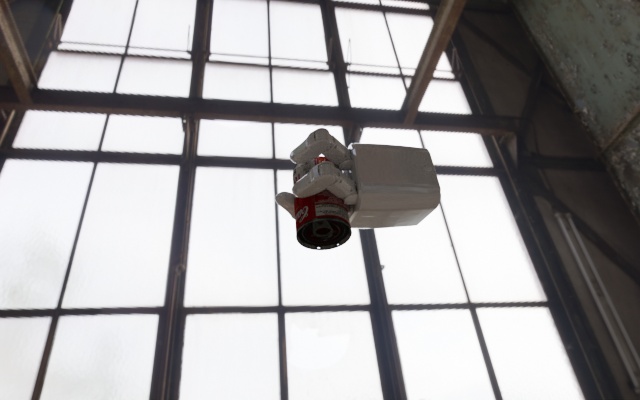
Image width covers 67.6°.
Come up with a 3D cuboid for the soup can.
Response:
[{"bbox_3d":[0.000,0.002,0.603,0.068,0.102,0.069,-4,-37,-3],"label":"soup can"}]
